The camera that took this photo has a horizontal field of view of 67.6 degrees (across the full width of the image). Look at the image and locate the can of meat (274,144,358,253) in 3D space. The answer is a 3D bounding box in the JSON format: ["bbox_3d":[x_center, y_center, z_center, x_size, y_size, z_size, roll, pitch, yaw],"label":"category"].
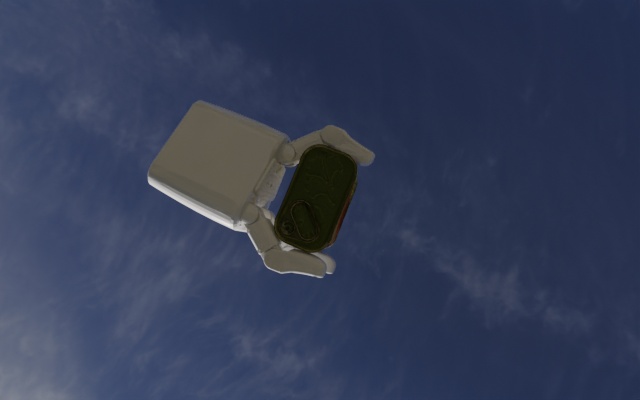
[{"bbox_3d":[0.000,0.002,0.494,0.057,0.102,0.084,22,-3,8],"label":"can of meat"}]
